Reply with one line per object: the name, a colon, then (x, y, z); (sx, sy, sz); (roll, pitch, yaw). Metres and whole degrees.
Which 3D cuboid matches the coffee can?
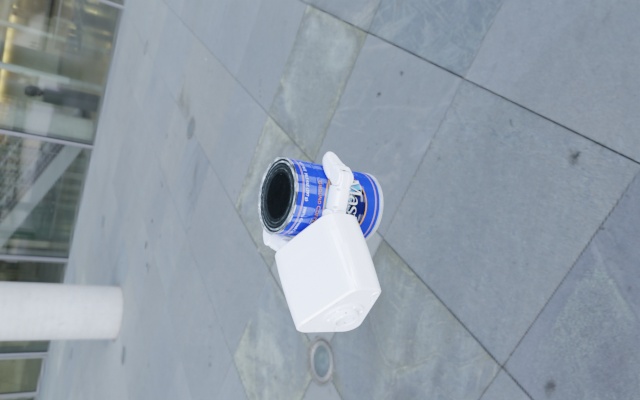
coffee can: (0.000, 0.002, 0.653); (0.140, 0.103, 0.103); (9, -5, -33)
